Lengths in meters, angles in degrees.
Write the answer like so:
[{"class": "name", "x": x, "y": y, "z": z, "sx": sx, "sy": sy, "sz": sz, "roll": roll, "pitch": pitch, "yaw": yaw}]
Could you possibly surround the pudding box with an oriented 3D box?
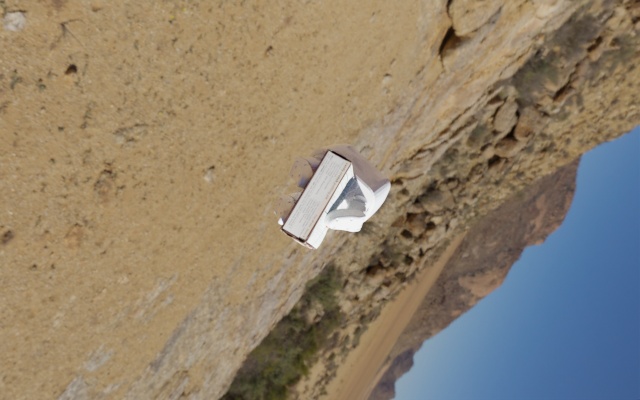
[{"class": "pudding box", "x": 0.000, "y": 0.002, "z": 0.587, "sx": 0.039, "sy": 0.113, "sz": 0.090, "roll": 27, "pitch": -7, "yaw": 12}]
